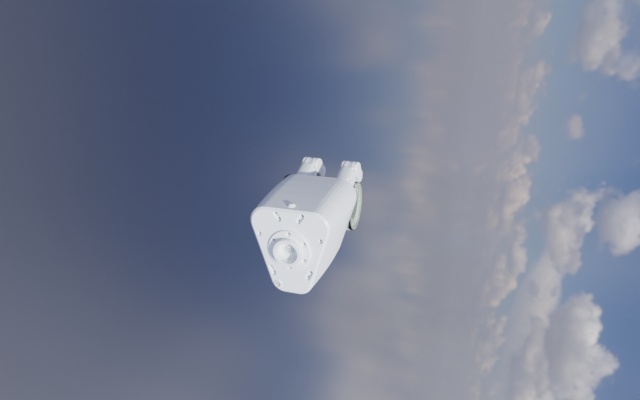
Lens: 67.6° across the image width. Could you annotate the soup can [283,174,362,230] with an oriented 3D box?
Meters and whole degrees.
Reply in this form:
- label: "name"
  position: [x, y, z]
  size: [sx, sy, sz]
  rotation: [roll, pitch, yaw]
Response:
- label: "soup can"
  position: [0.001, 0.002, 0.658]
  size: [0.102, 0.068, 0.068]
  rotation: [6, 2, 17]
